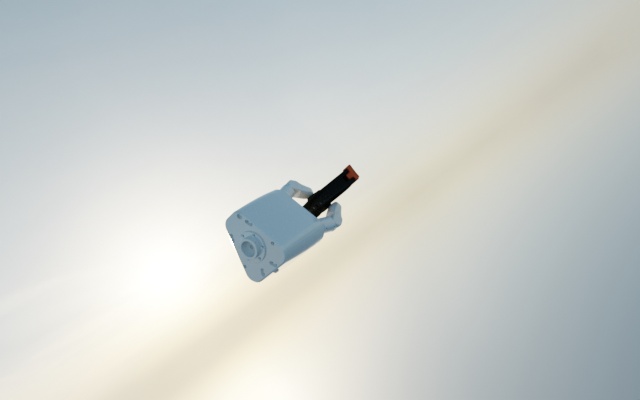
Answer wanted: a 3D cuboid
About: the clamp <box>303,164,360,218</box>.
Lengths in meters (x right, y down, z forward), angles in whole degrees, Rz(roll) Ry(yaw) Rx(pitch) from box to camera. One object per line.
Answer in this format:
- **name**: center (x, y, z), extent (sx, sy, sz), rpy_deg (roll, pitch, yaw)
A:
- **clamp**: center (0.000, 0.002, 0.852), extent (0.210, 0.036, 0.164), rpy_deg (-41, -5, 34)
